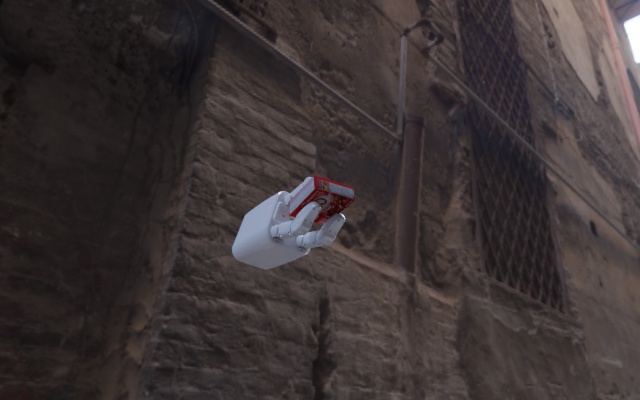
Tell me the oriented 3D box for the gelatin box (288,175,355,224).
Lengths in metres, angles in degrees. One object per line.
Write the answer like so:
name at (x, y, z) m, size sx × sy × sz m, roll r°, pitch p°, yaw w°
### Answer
gelatin box at (0.000, 0.002, 0.765) m, size 0.073 × 0.030 × 0.089 m, roll 16°, pitch -38°, yaw -27°
